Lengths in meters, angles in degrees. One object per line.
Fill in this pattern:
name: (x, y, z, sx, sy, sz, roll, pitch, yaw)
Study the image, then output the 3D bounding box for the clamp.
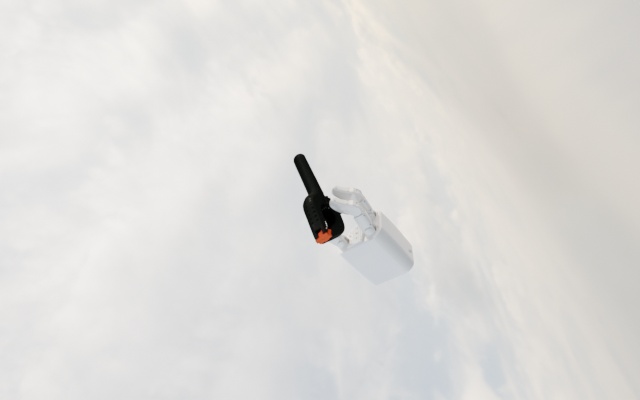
clamp: (0.000, 0.004, 0.889, 0.036, 0.164, 0.210, -40, 17, 23)
